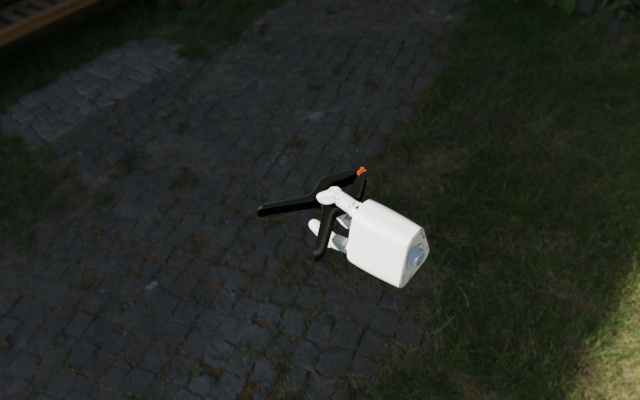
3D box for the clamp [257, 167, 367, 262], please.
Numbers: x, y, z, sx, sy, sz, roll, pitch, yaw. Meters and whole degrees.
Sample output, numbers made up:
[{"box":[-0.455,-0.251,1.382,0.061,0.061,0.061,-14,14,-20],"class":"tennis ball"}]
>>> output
[{"box":[0.001,0.002,0.863,0.164,0.036,0.210,29,57,29],"class":"clamp"}]
